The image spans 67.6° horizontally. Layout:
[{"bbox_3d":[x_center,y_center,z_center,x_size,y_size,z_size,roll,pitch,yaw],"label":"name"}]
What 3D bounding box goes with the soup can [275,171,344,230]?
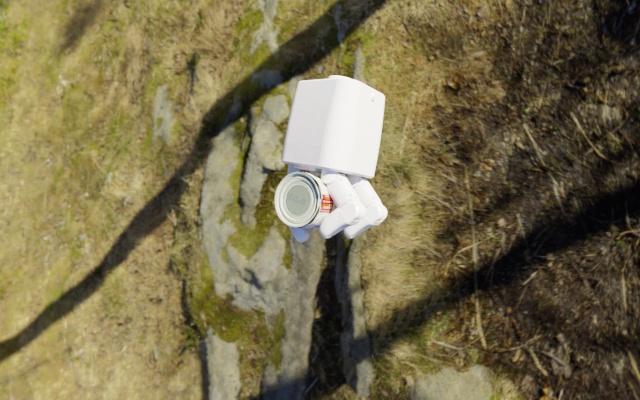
[{"bbox_3d":[0.000,0.002,0.590,0.068,0.068,0.102,0,-3,34],"label":"soup can"}]
